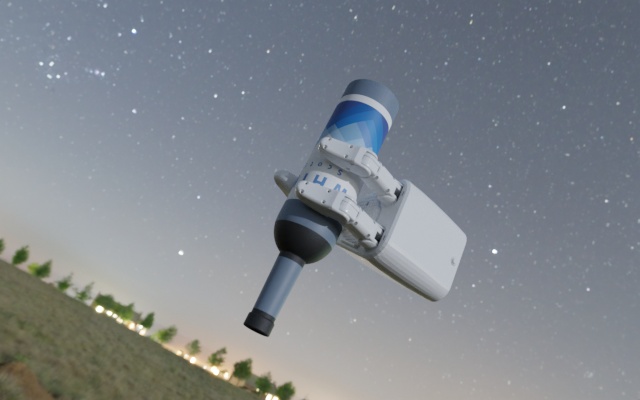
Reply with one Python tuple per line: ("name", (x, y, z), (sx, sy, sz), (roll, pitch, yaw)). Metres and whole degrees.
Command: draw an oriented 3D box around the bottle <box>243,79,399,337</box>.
("bottle", (0.000, 0.001, 0.506), (0.069, 0.295, 0.069), (23, -23, 10))
